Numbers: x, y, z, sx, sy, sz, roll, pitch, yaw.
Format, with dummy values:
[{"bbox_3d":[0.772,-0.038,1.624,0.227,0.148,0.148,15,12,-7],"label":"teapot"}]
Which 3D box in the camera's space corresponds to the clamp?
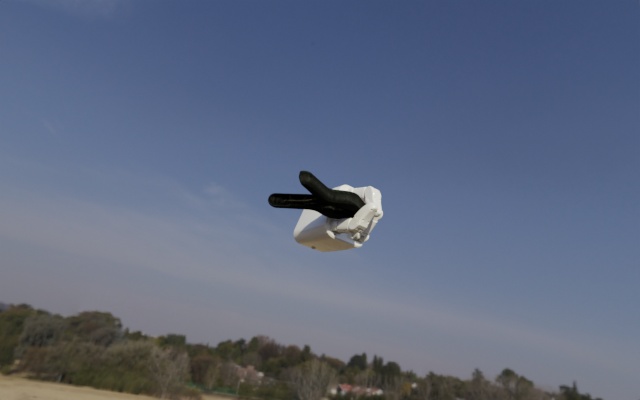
[{"bbox_3d":[0.000,0.002,0.806,0.171,0.039,0.120,24,-26,-34],"label":"clamp"}]
